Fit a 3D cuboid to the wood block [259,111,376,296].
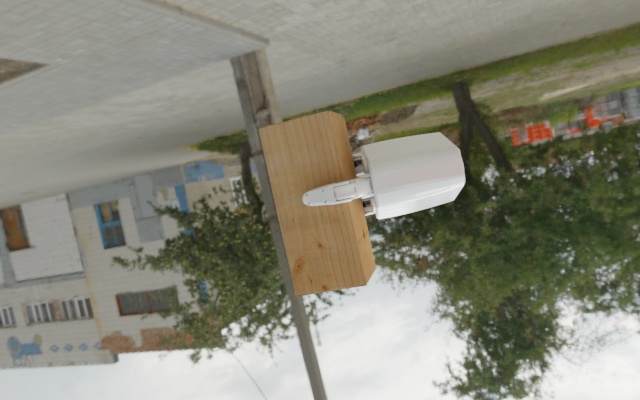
[{"bbox_3d":[0.000,0.002,0.596,0.090,0.206,0.091,-12,3,16],"label":"wood block"}]
